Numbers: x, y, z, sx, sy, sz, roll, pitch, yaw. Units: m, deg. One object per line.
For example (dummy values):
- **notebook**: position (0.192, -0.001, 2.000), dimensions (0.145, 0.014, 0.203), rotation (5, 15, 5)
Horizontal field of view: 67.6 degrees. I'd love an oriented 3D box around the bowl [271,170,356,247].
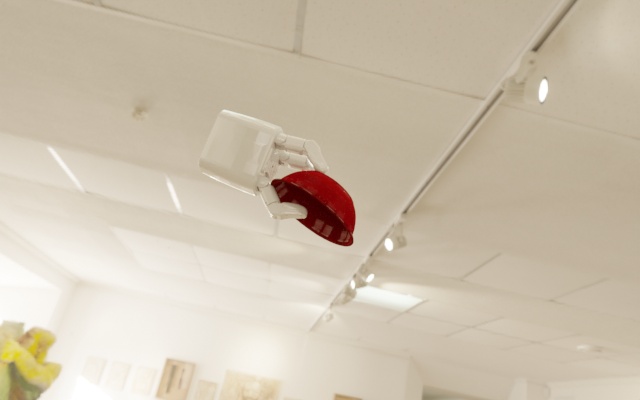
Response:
- **bowl**: position (0.001, 0.003, 0.760), dimensions (0.162, 0.055, 0.162), rotation (34, -19, 13)
